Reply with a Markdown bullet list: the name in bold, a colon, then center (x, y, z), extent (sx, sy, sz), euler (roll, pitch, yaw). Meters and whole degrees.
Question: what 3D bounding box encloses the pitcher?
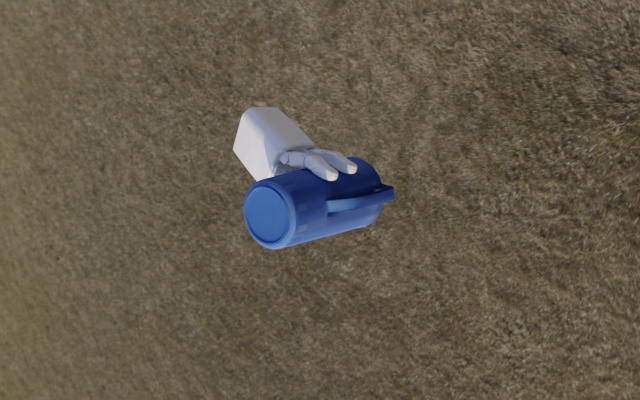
- **pitcher**: center (0.000, 0.003, 0.794), extent (0.243, 0.145, 0.149), euler (-15, -32, -52)
